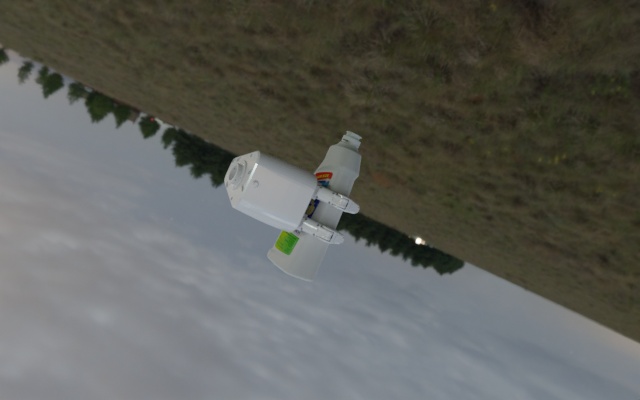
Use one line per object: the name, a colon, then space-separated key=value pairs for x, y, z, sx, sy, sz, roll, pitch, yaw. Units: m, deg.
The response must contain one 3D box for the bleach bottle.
bleach bottle: x=0.000 y=0.003 z=0.801 sx=0.068 sy=0.251 sz=0.102 roll=24 pitch=1 yaw=-30
